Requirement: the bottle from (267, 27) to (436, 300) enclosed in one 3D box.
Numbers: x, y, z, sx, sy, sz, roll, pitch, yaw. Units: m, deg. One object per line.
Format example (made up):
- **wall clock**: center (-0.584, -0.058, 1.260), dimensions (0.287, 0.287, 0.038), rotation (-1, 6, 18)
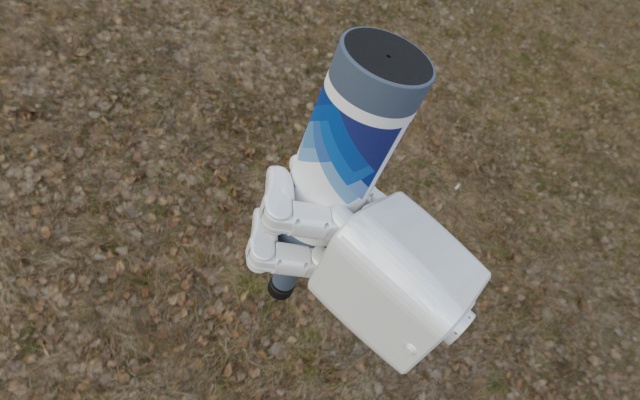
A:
- **bottle**: center (0.000, 0.001, 0.410), dimensions (0.069, 0.069, 0.296), rotation (0, -40, -23)
